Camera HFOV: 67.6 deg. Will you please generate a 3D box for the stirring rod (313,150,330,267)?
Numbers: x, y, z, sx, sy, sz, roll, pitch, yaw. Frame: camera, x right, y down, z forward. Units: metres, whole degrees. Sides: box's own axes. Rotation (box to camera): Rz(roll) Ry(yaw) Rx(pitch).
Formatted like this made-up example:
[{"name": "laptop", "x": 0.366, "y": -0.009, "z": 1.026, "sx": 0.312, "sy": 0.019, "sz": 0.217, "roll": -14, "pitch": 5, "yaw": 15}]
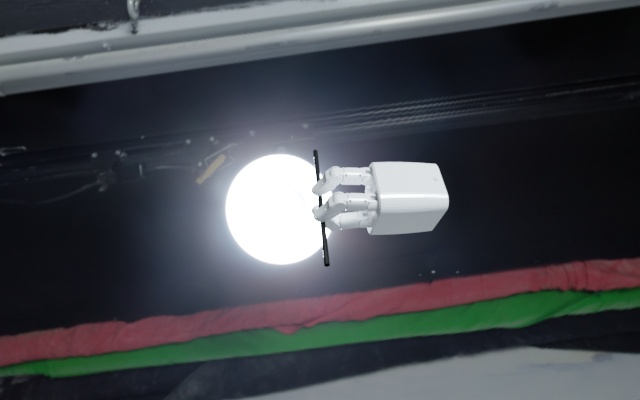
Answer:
[{"name": "stirring rod", "x": 0.000, "y": 0.003, "z": 0.750, "sx": 0.011, "sy": 0.239, "sz": 0.011, "roll": -3, "pitch": -42, "yaw": -3}]
